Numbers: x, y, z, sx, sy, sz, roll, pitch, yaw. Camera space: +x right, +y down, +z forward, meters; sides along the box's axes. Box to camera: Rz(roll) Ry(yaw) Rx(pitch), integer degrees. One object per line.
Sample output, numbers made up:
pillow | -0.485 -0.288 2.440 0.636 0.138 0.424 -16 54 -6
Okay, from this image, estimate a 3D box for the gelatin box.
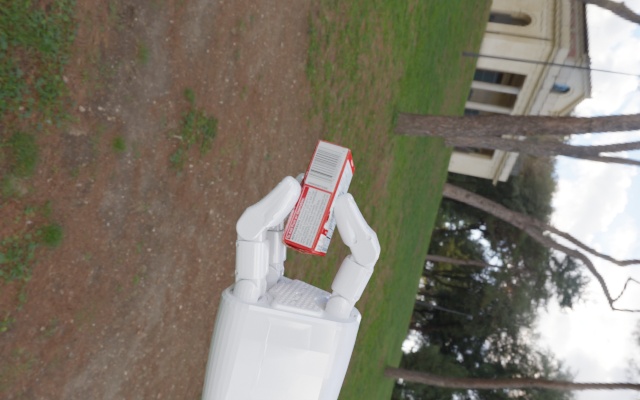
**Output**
gelatin box | 0.001 0.001 0.404 0.030 0.089 0.073 19 -5 10
